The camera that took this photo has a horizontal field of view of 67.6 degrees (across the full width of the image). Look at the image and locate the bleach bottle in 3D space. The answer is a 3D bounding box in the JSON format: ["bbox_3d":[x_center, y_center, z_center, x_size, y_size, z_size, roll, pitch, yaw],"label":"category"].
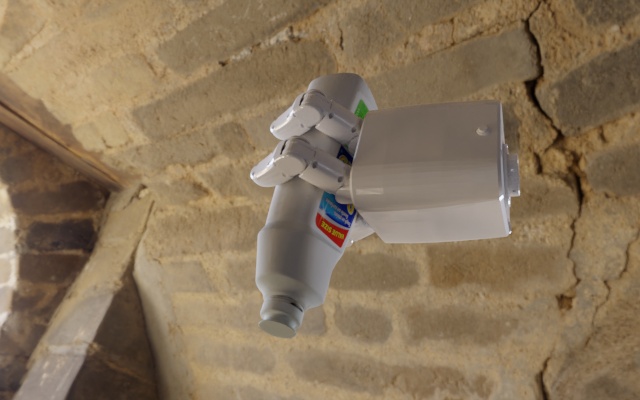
[{"bbox_3d":[0.000,0.001,0.420,0.068,0.250,0.103,-3,-41,24],"label":"bleach bottle"}]
